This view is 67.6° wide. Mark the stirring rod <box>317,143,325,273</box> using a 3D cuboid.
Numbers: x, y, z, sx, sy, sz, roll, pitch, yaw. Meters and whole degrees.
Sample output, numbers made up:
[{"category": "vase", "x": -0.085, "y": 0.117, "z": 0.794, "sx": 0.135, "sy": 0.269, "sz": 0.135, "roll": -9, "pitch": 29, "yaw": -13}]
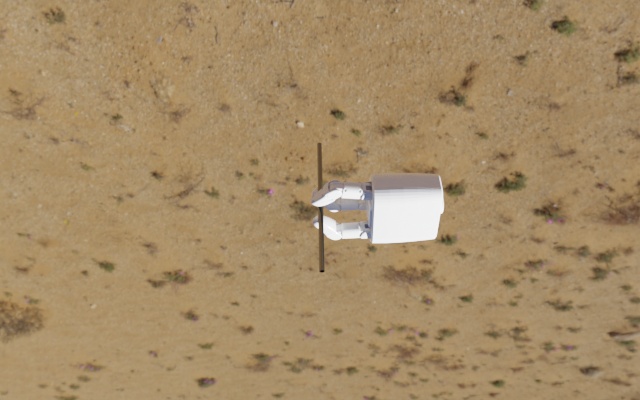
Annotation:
[{"category": "stirring rod", "x": 0.000, "y": 0.002, "z": 0.754, "sx": 0.011, "sy": 0.239, "sz": 0.011, "roll": -1, "pitch": -34, "yaw": -1}]
